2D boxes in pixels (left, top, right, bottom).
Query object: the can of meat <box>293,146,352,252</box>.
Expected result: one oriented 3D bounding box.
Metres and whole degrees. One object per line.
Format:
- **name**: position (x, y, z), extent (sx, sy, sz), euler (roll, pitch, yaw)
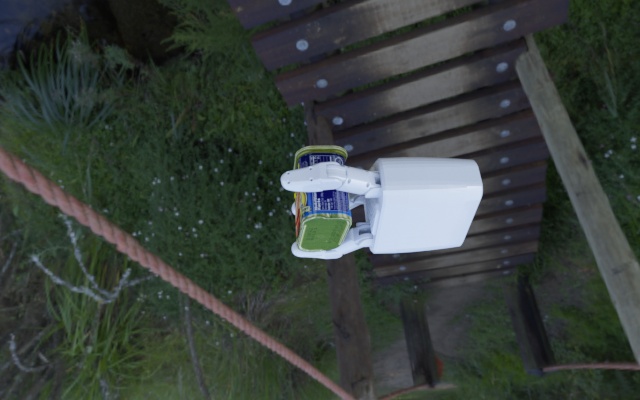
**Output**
- **can of meat**: position (0.000, 0.002, 0.530), extent (0.057, 0.084, 0.102), euler (-1, -26, -8)
